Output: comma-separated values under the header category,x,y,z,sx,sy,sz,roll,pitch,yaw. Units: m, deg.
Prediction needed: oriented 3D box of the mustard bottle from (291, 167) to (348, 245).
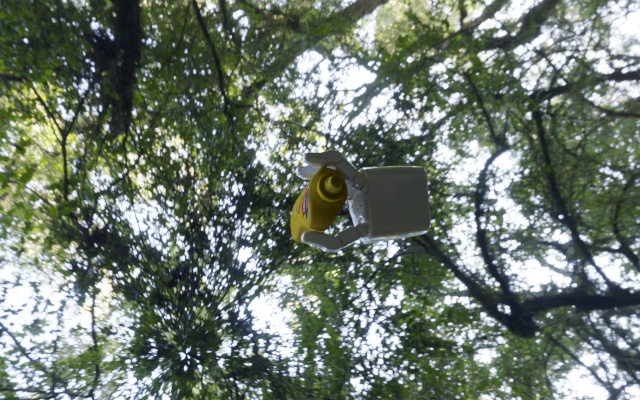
category,x,y,z,sx,sy,sz,roll,pitch,yaw
mustard bottle,0.000,0.002,0.734,0.058,0.096,0.192,17,-21,-9
